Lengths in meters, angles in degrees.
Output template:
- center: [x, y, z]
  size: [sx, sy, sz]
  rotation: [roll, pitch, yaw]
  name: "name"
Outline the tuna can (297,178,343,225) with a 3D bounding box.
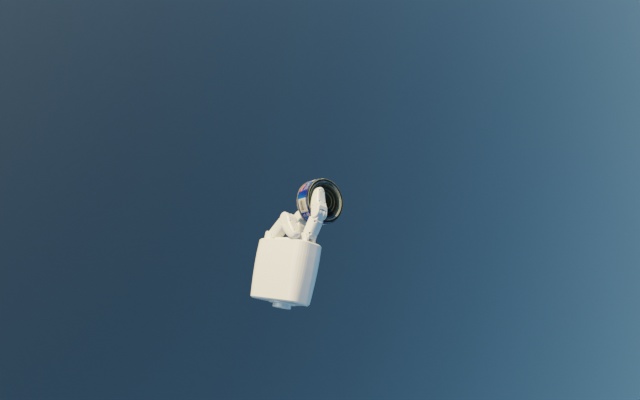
- center: [0.000, 0.003, 0.879]
  size: [0.086, 0.086, 0.034]
  rotation: [0, -10, -38]
  name: "tuna can"
